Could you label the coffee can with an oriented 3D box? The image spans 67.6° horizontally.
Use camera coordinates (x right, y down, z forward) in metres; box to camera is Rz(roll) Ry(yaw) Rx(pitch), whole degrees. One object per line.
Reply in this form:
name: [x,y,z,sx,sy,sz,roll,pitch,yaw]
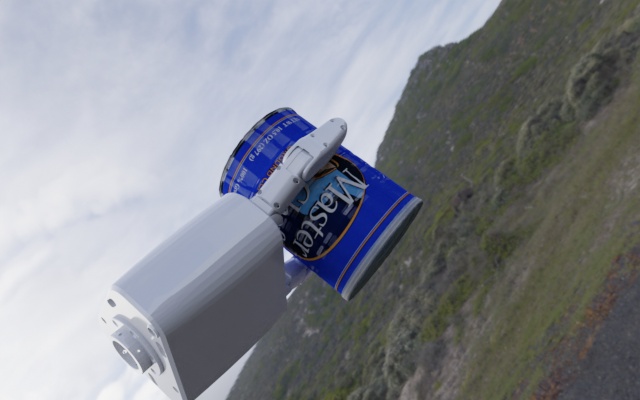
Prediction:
coffee can: [0.000,0.001,0.408,0.140,0.103,0.103,37,10,14]
